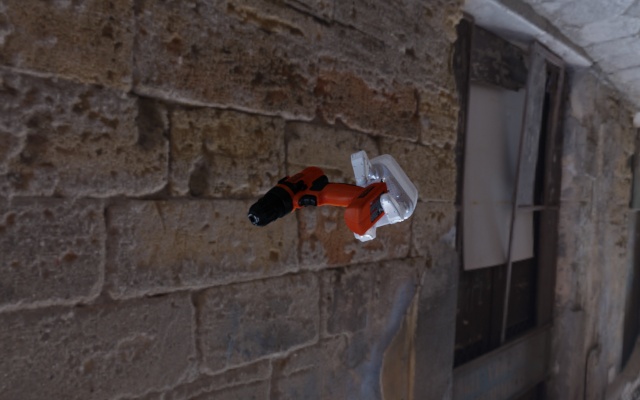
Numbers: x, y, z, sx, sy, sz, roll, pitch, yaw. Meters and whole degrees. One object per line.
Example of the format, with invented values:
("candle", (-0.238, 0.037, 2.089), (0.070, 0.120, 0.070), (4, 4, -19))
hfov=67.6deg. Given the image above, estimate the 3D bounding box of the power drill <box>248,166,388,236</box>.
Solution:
("power drill", (0.001, 0.003, 0.774), (0.187, 0.057, 0.184), (13, 34, 32))
